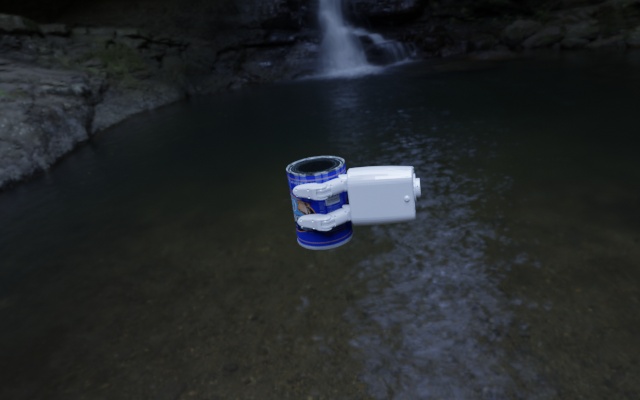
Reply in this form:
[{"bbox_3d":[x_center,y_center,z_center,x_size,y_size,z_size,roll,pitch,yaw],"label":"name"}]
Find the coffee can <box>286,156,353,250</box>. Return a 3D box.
[{"bbox_3d":[0.000,0.003,0.848,0.103,0.140,0.102,-7,21,3],"label":"coffee can"}]
